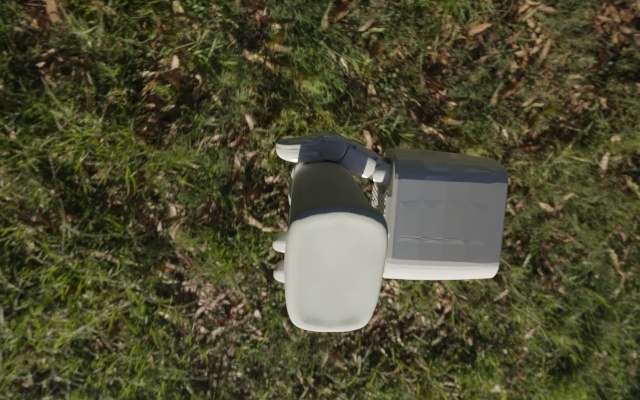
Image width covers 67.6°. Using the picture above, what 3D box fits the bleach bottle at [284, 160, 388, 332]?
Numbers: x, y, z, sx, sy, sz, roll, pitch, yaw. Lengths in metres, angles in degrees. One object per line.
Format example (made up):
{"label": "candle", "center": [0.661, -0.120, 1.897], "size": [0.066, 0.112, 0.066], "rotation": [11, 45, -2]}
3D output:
{"label": "bleach bottle", "center": [0.000, 0.002, 0.430], "size": [0.068, 0.103, 0.250], "rotation": [2, 23, -6]}
